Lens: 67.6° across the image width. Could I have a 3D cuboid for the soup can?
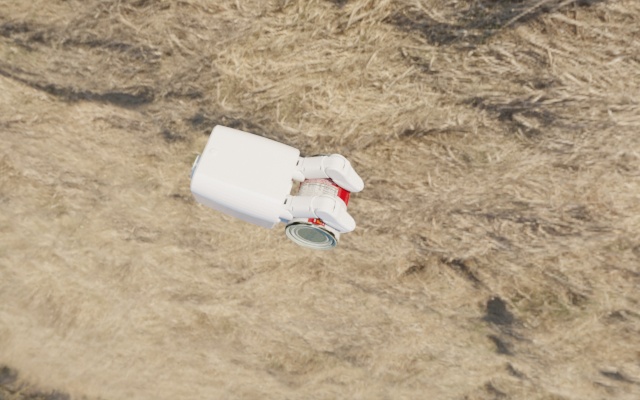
[{"bbox_3d":[0.000,0.002,0.596,0.068,0.102,0.068,12,-28,7],"label":"soup can"}]
